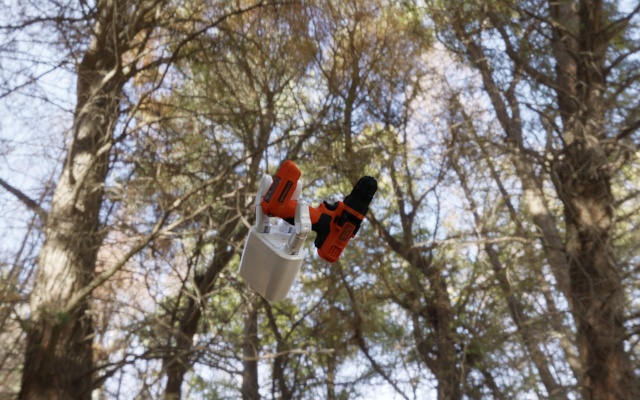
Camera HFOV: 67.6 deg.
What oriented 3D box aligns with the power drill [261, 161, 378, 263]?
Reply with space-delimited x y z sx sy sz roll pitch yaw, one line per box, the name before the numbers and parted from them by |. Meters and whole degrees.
power drill | 0.000 0.003 0.885 0.188 0.184 0.057 30 -2 -21
